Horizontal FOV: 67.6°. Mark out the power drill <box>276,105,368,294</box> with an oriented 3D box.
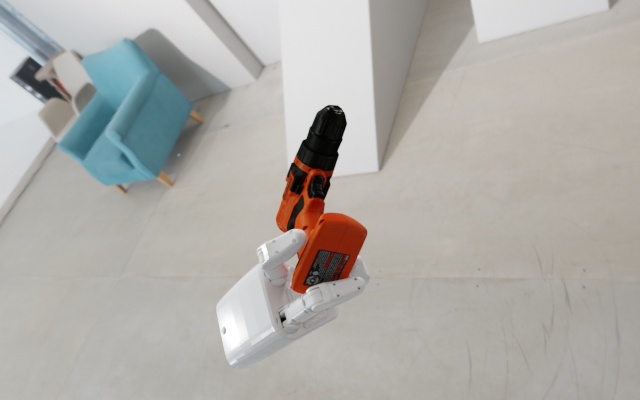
[{"bbox_3d":[0.000,0.002,0.550,0.057,0.184,0.187,11,30,-16],"label":"power drill"}]
